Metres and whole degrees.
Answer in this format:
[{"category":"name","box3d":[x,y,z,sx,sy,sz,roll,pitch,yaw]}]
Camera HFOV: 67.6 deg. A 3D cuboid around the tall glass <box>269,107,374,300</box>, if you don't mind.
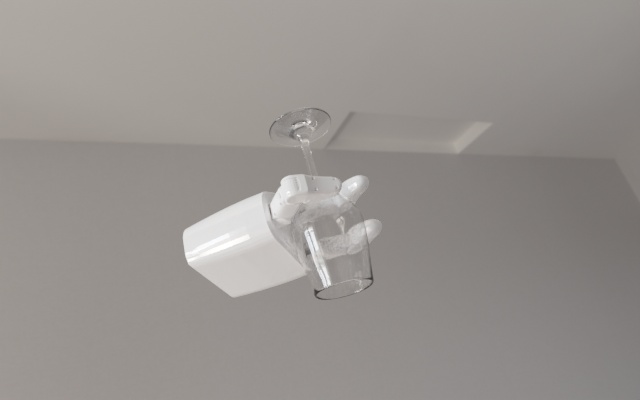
[{"category":"tall glass","box3d":[0.000,0.001,0.517,0.079,0.201,0.079,-13,-25,-6]}]
